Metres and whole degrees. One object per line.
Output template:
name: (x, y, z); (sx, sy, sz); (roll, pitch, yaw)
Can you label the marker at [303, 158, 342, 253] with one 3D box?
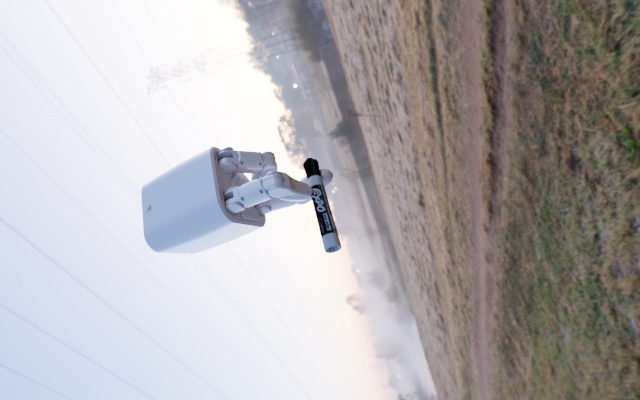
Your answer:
marker: (0.000, 0.002, 0.536); (0.020, 0.121, 0.020); (-11, -31, -7)
